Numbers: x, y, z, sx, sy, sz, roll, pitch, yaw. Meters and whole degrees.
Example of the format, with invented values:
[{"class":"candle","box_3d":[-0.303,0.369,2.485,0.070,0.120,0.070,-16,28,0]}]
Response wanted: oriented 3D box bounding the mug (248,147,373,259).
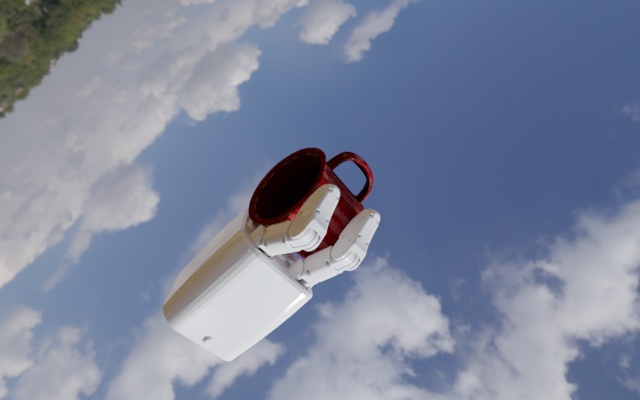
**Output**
[{"class":"mug","box_3d":[0.001,0.001,0.465,0.081,0.117,0.093,46,8,-31]}]
